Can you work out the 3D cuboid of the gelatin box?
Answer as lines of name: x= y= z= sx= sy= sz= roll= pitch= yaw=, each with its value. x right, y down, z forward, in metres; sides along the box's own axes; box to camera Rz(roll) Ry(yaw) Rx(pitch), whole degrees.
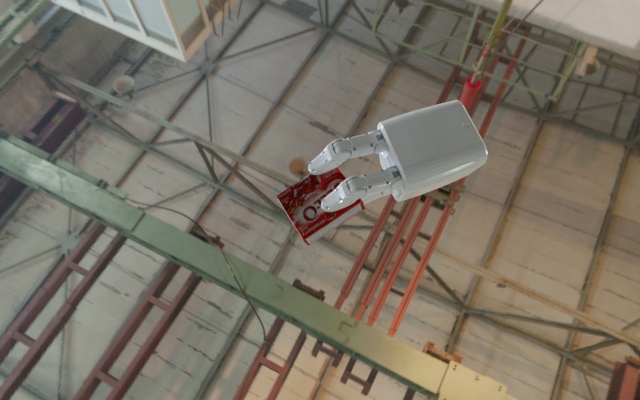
gelatin box: x=0.000 y=0.002 z=0.608 sx=0.089 sy=0.073 sz=0.030 roll=-33 pitch=-25 yaw=-1
